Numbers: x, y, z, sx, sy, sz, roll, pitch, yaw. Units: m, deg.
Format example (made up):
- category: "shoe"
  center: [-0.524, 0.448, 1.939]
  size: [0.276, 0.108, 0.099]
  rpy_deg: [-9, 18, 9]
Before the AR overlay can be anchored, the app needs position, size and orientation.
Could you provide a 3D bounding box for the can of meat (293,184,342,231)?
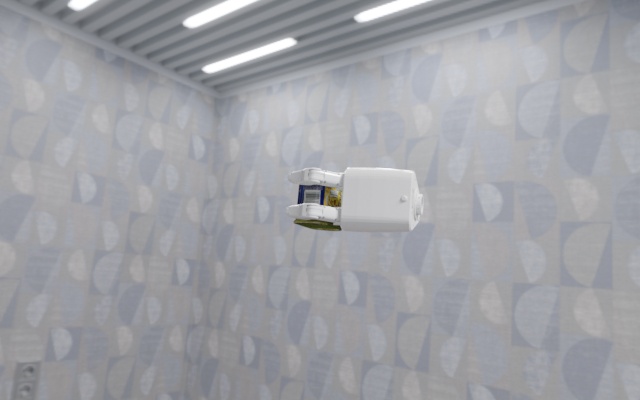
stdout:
- category: "can of meat"
  center: [0.000, 0.002, 0.785]
  size: [0.057, 0.084, 0.102]
  rpy_deg: [2, -9, 22]
